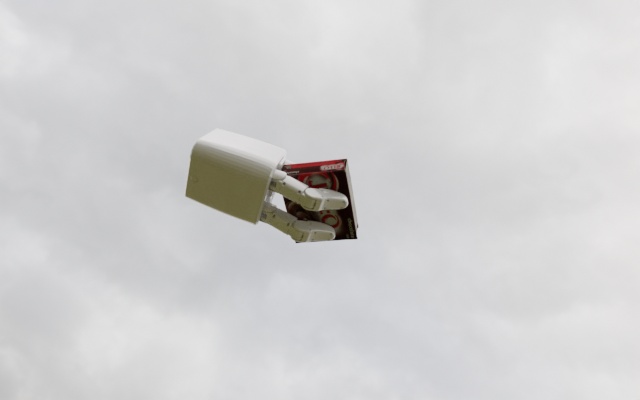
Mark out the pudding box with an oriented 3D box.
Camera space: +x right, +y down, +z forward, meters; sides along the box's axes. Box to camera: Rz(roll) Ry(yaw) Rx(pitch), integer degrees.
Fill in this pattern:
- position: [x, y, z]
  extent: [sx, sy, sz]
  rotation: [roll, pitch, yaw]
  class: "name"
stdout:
- position: [0.000, 0.002, 0.647]
  extent: [0.090, 0.114, 0.039]
  rotation: [-4, 34, 13]
  class: "pudding box"
